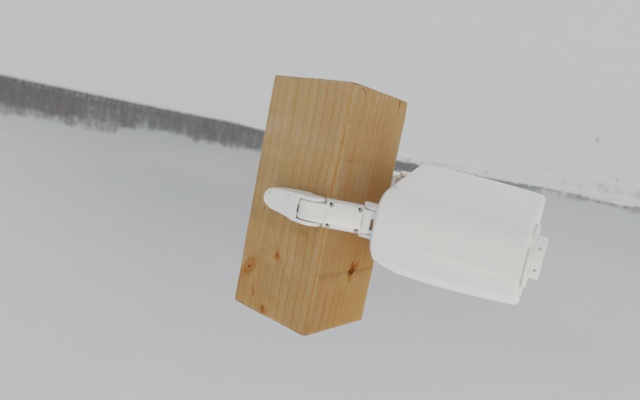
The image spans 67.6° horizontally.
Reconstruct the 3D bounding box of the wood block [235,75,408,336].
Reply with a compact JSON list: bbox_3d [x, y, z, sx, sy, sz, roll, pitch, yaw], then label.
[{"bbox_3d":[0.000,0.002,0.433,0.090,0.206,0.091,16,8,38],"label":"wood block"}]
